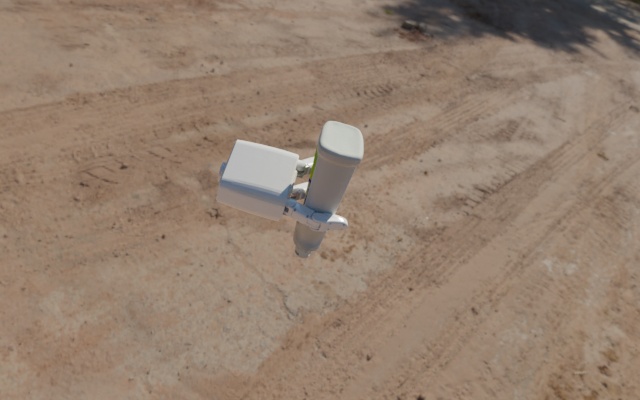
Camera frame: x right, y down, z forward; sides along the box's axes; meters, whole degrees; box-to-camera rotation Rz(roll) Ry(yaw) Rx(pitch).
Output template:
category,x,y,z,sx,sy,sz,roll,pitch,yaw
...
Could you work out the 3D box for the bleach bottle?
category,x,y,z,sx,sy,sz,roll,pitch,yaw
bleach bottle,0.000,0.002,0.776,0.068,0.251,0.102,15,36,-5
